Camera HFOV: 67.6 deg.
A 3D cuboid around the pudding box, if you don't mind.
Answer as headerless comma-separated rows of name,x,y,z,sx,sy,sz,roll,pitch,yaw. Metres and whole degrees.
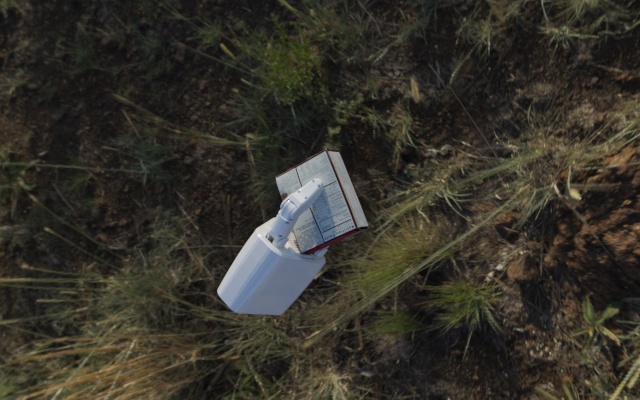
pudding box,0.000,0.002,0.614,0.090,0.113,0.039,-26,-11,26
